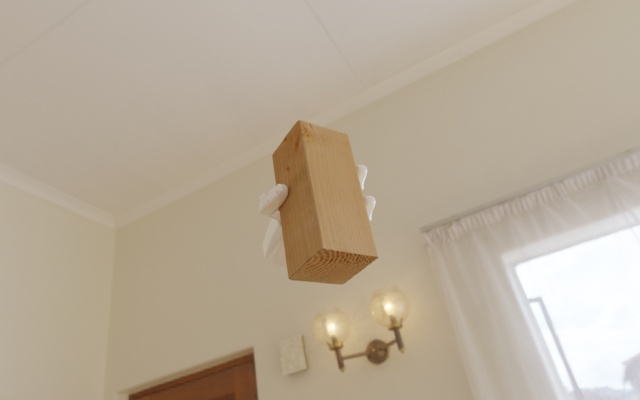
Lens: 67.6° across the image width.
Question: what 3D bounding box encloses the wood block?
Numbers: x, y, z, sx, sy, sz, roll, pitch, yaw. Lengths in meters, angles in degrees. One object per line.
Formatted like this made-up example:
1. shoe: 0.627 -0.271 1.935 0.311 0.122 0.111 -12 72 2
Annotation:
1. wood block: 0.000 0.002 0.668 0.091 0.206 0.090 11 -38 -31
